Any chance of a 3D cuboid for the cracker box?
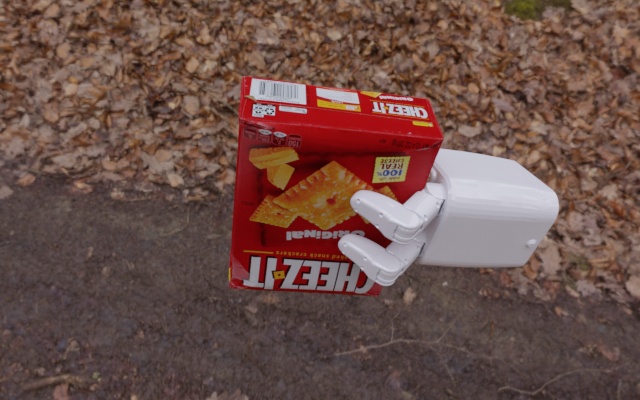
[{"bbox_3d":[0.000,0.001,0.453,0.164,0.214,0.072,5,42,-8],"label":"cracker box"}]
